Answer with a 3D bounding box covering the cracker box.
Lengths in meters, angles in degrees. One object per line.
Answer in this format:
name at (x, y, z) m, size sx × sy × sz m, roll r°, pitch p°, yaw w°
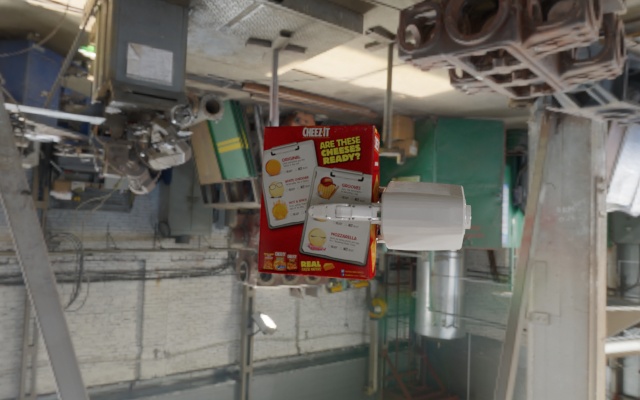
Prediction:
cracker box at (0.000, 0.002, 0.698) m, size 0.164 × 0.213 × 0.072 m, roll 2°, pitch -3°, yaw 14°
